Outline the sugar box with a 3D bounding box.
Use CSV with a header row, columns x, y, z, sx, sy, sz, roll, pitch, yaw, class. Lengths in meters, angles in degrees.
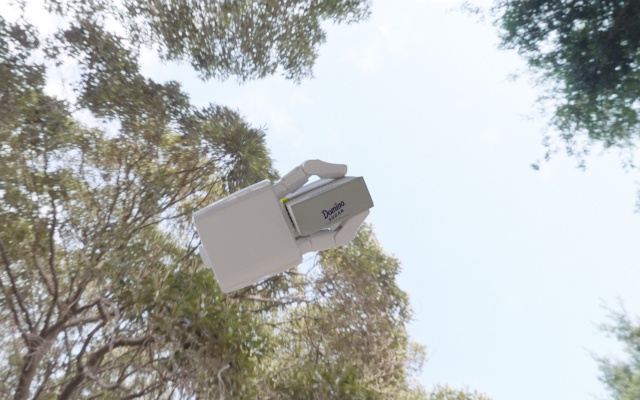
x,y,z,sx,sy,sz,roll,pitch,yaw,class
0.000,0.003,0.622,0.093,0.048,0.176,-23,9,-7,sugar box
